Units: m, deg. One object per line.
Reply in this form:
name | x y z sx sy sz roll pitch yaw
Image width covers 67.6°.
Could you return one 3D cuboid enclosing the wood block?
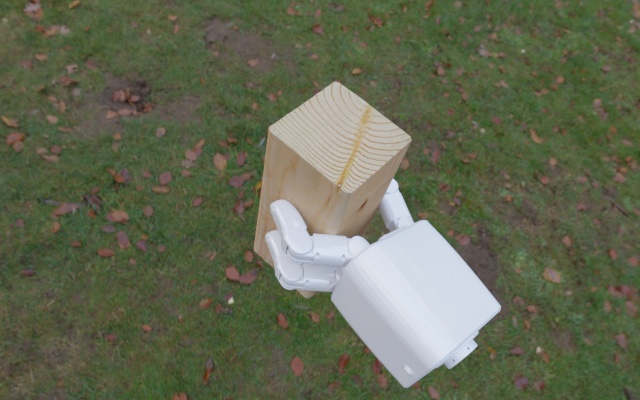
wood block | 0.001 0.002 0.475 0.090 0.090 0.206 -41 -18 -31
